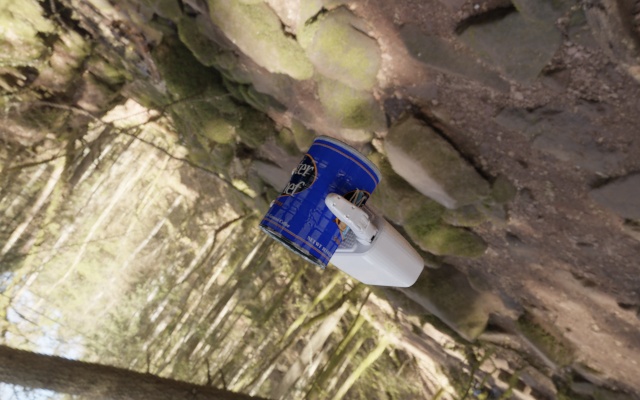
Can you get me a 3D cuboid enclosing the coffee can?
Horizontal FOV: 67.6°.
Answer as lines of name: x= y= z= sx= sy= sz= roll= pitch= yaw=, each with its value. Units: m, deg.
coffee can: x=0.000 y=0.002 z=0.618 sx=0.103 sy=0.140 sz=0.103 roll=32 pitch=-10 yaw=6
